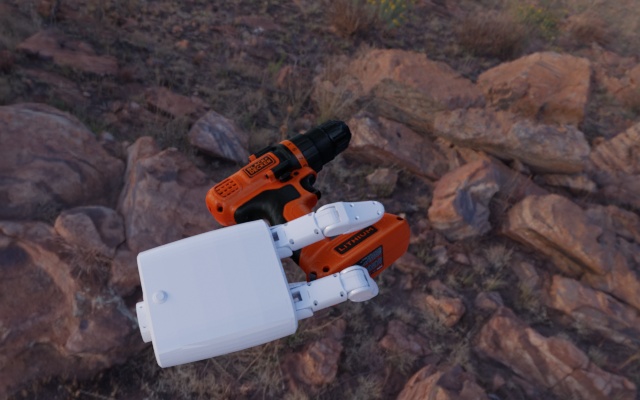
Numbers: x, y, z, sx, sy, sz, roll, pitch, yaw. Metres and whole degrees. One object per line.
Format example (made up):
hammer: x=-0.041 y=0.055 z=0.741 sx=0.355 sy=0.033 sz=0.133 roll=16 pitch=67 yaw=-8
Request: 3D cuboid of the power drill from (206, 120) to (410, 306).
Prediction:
power drill: x=0.000 y=0.002 z=0.487 sx=0.184 sy=0.057 sz=0.187 roll=-35 pitch=50 yaw=-17
